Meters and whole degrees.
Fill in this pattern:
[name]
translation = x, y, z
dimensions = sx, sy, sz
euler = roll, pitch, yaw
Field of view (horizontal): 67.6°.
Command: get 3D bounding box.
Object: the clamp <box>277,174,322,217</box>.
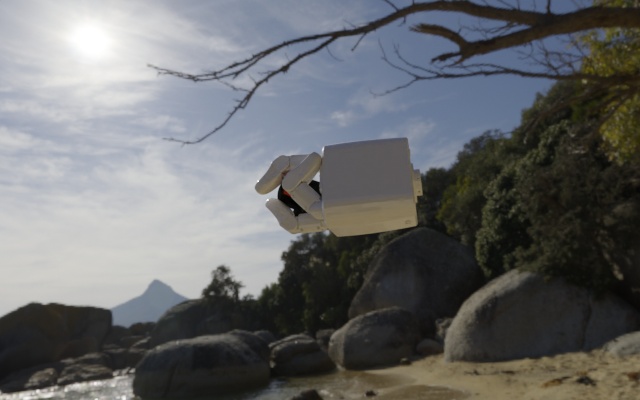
[clamp]
translation = 0.000, 0.002, 0.674
dimensions = 0.120, 0.039, 0.171
euler = -6, -15, 11
